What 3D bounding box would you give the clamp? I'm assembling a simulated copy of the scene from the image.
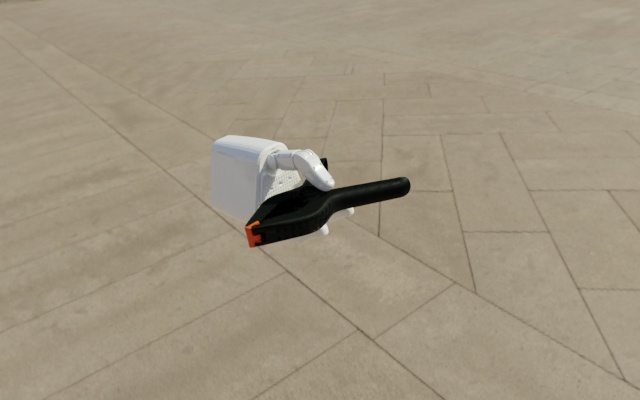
[{"bbox_3d":[-0.001,0.001,0.598,0.164,0.036,0.210,12,33,39],"label":"clamp"}]
